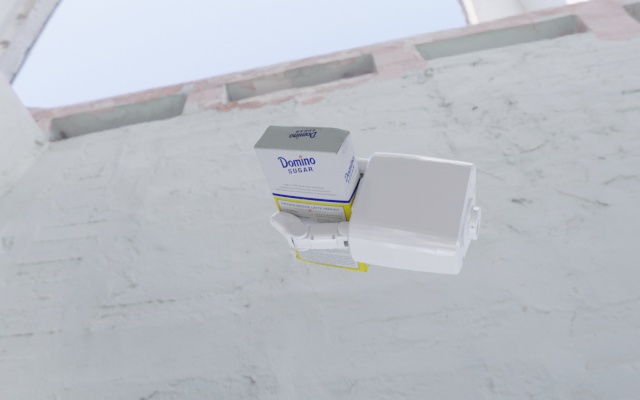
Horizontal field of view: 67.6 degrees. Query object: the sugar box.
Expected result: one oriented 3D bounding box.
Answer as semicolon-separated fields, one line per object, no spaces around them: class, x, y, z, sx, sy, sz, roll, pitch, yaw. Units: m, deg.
sugar box;0.000;0.001;0.520;0.093;0.176;0.048;7;44;24
